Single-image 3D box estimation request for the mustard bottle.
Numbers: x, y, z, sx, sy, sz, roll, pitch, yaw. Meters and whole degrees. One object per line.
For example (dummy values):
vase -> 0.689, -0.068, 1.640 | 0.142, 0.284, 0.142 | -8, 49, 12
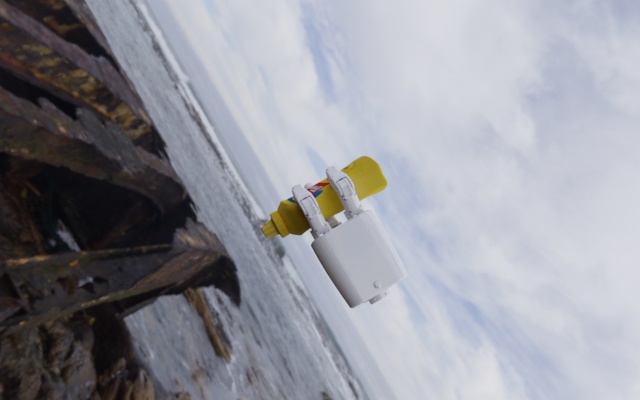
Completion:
mustard bottle -> 0.000, 0.002, 0.709 | 0.191, 0.058, 0.096 | -29, 14, -6
